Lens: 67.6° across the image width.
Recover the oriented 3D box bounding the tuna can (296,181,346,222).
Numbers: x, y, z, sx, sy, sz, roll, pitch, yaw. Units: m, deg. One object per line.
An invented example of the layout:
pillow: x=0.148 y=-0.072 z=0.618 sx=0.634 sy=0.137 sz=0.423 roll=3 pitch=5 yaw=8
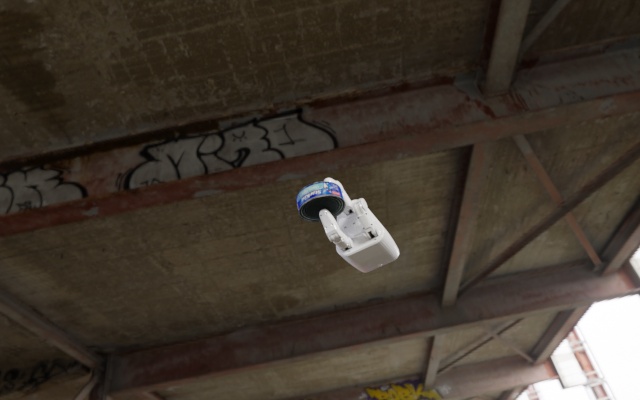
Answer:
tuna can: x=0.000 y=0.002 z=0.860 sx=0.086 sy=0.033 sz=0.086 roll=-10 pitch=-32 yaw=-6
